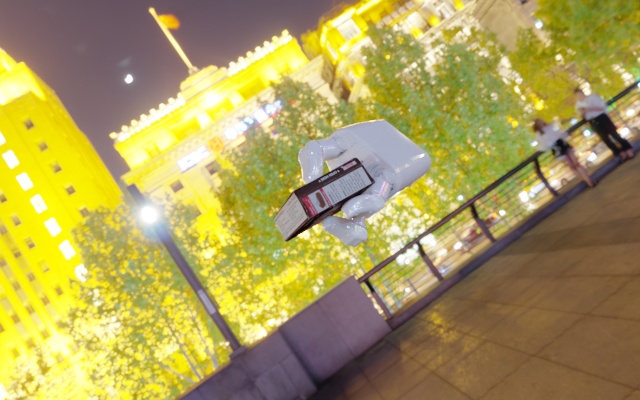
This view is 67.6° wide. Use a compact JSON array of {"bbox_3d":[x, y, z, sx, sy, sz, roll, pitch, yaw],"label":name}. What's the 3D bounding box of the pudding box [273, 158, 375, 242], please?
[{"bbox_3d":[0.000,0.002,0.550,0.090,0.039,0.113,-30,-9,-23],"label":"pudding box"}]
